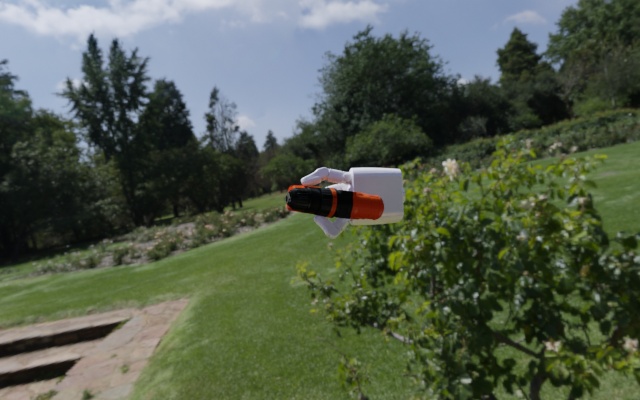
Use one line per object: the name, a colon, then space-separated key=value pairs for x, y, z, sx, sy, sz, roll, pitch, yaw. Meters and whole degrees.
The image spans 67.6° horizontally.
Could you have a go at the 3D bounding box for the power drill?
power drill: x=0.000 y=0.003 z=0.898 sx=0.184 sy=0.057 sz=0.187 roll=8 pitch=1 yaw=-23
